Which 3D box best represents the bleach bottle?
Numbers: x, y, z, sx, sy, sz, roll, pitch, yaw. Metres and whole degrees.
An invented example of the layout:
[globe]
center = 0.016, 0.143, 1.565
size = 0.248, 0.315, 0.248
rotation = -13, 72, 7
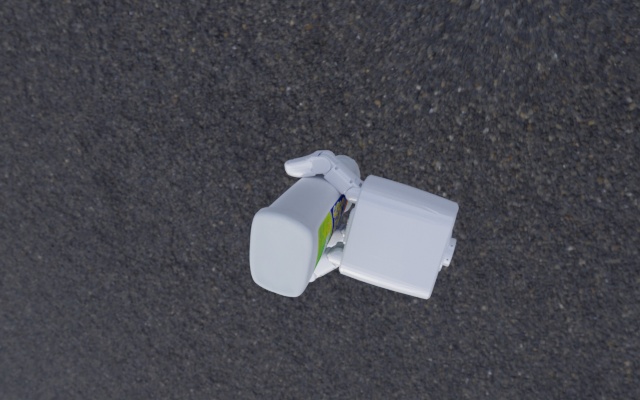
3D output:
[bleach bottle]
center = 0.000, 0.002, 0.577
size = 0.068, 0.103, 0.250
rotation = 17, 32, 13
